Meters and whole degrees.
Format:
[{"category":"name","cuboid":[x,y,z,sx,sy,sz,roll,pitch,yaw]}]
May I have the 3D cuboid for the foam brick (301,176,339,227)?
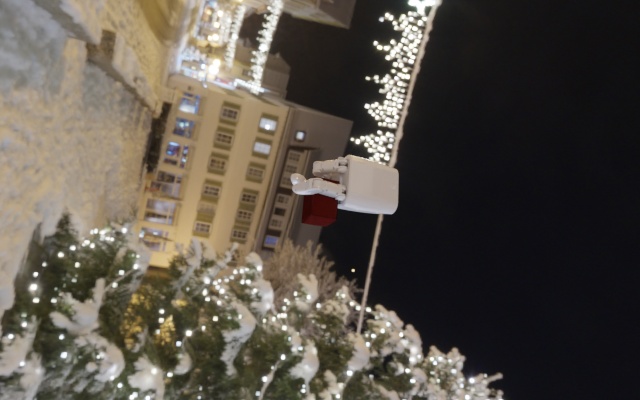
[{"category":"foam brick","cuboid":[0.000,0.003,0.878,0.051,0.078,0.053,13,-22,-20]}]
